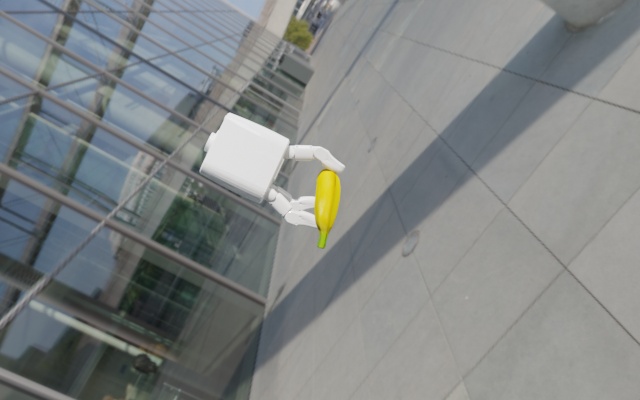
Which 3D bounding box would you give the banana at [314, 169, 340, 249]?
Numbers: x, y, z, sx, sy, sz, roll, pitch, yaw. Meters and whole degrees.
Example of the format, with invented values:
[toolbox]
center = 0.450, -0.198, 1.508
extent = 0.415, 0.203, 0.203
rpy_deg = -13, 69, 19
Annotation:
[banana]
center = 0.007, -0.010, 0.762
extent = 0.037, 0.070, 0.197
rpy_deg = 21, 31, -9
